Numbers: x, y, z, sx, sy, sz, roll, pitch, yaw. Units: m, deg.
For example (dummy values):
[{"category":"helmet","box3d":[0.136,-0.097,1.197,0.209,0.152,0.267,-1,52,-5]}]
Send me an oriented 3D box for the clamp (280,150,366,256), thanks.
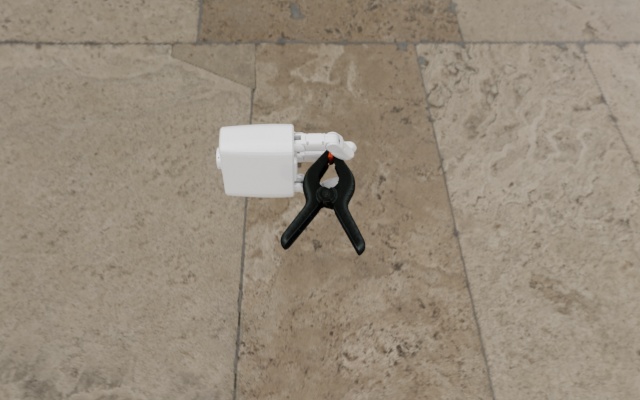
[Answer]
[{"category":"clamp","box3d":[0.000,0.002,0.705,0.120,0.171,0.039,-1,-27,-3]}]
